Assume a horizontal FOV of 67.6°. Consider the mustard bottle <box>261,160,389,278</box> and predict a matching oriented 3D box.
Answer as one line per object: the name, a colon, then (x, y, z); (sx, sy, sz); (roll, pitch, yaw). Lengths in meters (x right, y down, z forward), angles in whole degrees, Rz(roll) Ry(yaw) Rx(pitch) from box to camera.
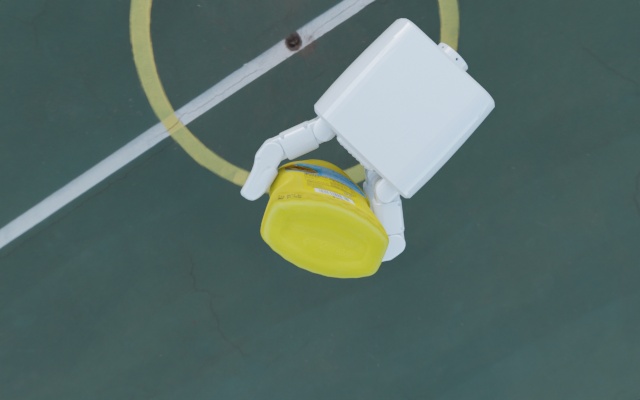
mustard bottle: (0.000, 0.002, 0.439); (0.096, 0.058, 0.191); (17, 16, -8)
